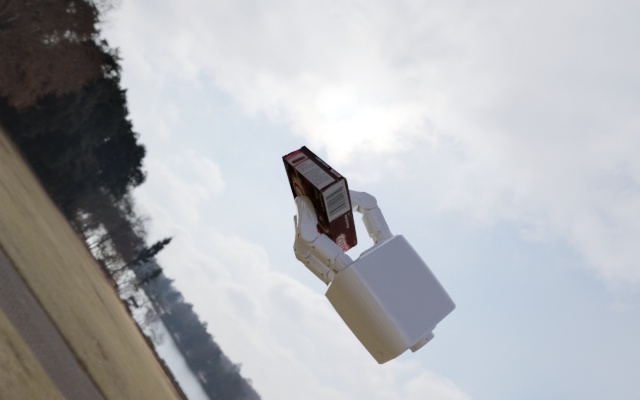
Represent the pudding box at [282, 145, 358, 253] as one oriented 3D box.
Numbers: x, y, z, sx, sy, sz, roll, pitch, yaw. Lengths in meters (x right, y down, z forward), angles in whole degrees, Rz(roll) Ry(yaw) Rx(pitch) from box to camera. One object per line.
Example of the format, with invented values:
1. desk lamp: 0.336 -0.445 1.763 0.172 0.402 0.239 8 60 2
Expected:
1. pudding box: 0.000 0.002 0.578 0.039 0.114 0.090 -29 44 -20
